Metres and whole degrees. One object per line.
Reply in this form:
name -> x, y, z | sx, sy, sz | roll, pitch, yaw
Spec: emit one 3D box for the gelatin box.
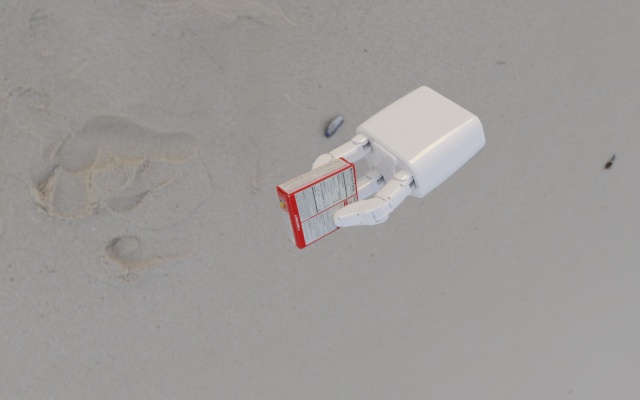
gelatin box -> 0.000, 0.002, 0.533 | 0.089, 0.073, 0.030 | -27, 37, -24
